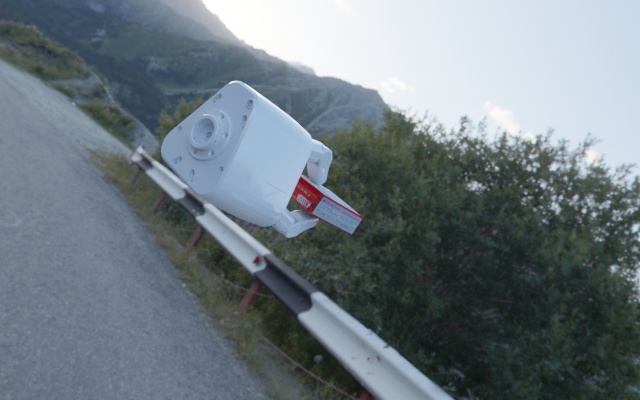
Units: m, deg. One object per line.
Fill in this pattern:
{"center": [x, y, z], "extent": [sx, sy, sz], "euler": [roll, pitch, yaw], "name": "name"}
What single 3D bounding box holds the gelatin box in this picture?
{"center": [0.001, 0.002, 0.586], "extent": [0.089, 0.030, 0.073], "euler": [28, 9, -47], "name": "gelatin box"}
